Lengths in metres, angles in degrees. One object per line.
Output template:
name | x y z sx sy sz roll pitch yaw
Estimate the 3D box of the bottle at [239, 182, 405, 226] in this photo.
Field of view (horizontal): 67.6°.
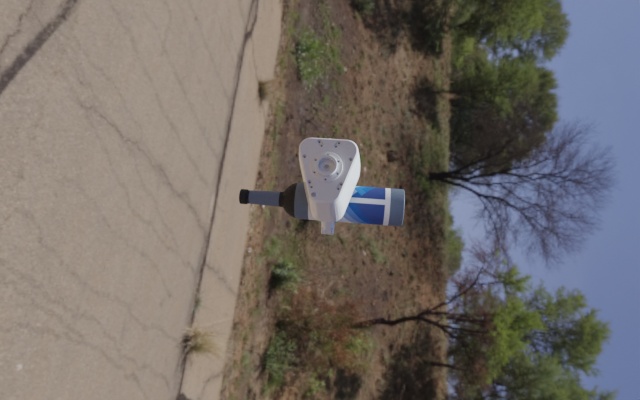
bottle | 0.000 0.003 0.863 0.296 0.069 0.069 4 0 5
